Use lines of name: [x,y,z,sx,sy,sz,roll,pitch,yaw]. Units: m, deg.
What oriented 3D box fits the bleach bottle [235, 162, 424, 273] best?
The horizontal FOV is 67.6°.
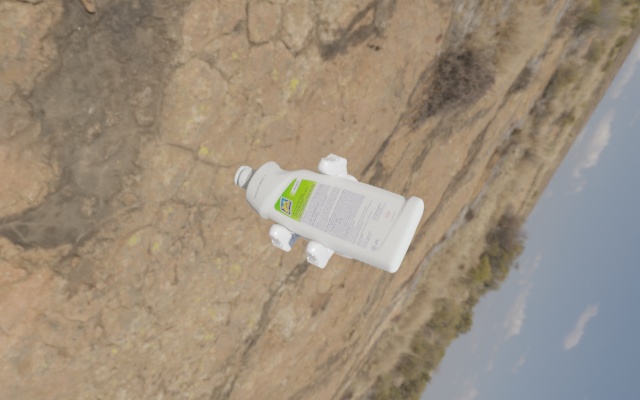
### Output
bleach bottle: [0.000,0.002,0.633,0.251,0.102,0.068,23,-8,19]
